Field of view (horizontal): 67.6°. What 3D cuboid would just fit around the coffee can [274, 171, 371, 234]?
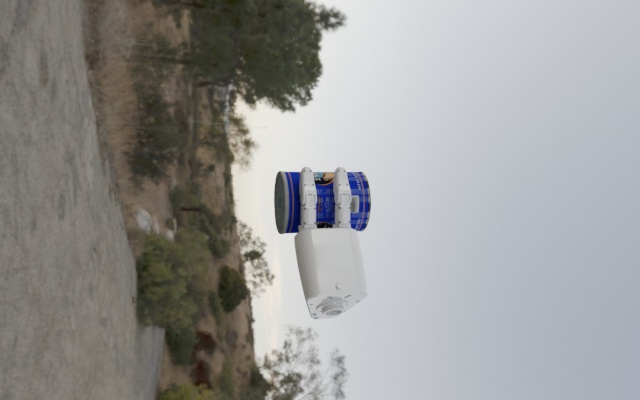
[{"bbox_3d":[0.000,0.002,0.789,0.140,0.103,0.103,-1,0,-15],"label":"coffee can"}]
